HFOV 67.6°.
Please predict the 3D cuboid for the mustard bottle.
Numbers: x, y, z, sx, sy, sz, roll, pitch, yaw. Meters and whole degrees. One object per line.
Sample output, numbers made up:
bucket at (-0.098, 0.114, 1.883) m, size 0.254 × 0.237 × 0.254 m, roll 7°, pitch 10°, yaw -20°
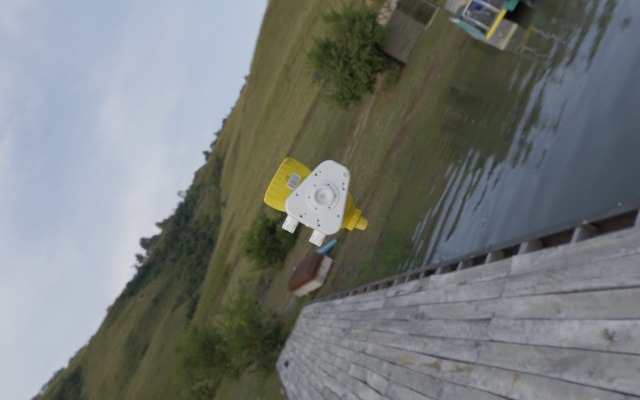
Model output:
mustard bottle at (0.000, 0.003, 0.883) m, size 0.191 × 0.096 × 0.058 m, roll 27°, pitch -27°, yaw -1°
